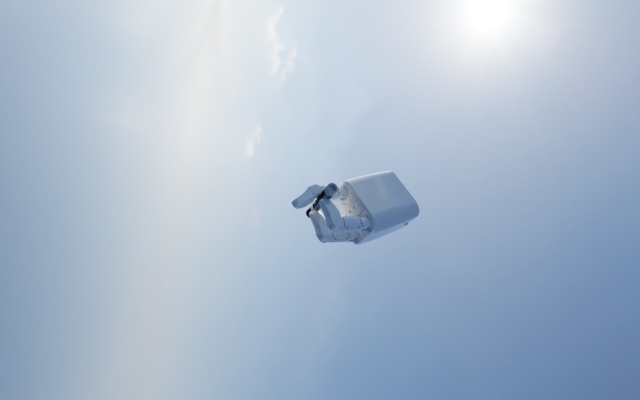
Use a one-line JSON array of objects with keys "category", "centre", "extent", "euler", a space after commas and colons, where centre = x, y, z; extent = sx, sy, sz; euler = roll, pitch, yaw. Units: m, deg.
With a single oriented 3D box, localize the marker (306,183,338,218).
[{"category": "marker", "centre": [0.000, 0.003, 0.831], "extent": [0.020, 0.020, 0.121], "euler": [0, -23, -21]}]
